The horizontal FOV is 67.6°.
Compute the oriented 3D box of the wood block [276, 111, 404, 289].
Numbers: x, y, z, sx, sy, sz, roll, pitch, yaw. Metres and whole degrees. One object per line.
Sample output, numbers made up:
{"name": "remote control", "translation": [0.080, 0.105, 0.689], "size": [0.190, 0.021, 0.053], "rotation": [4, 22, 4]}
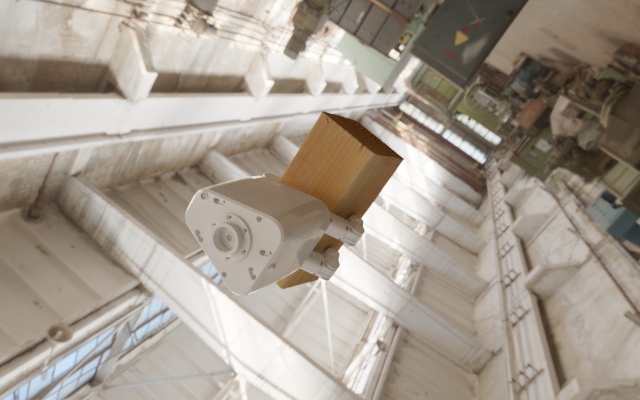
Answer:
{"name": "wood block", "translation": [0.000, 0.002, 0.610], "size": [0.090, 0.206, 0.090], "rotation": [43, 22, 24]}
